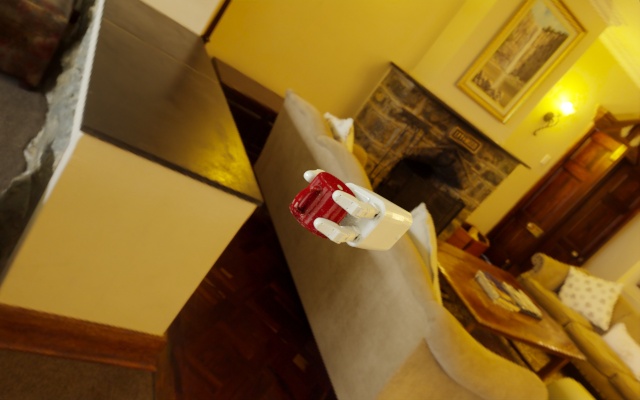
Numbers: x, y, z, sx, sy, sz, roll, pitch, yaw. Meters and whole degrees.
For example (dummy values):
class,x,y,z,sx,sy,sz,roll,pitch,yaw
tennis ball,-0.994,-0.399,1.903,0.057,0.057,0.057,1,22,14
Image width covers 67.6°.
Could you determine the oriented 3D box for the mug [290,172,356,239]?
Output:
class,x,y,z,sx,sy,sz,roll,pitch,yaw
mug,-0.001,0.002,0.810,0.117,0.081,0.093,17,28,-49
